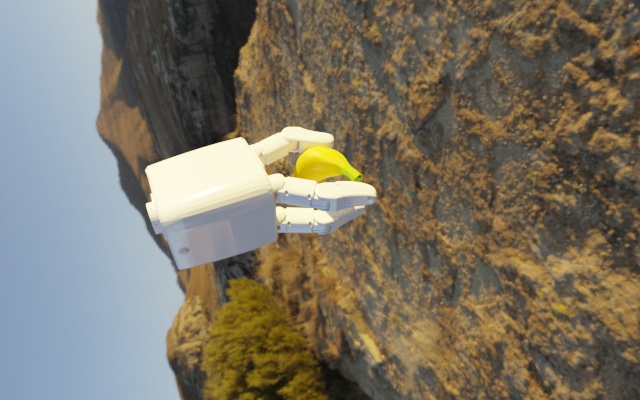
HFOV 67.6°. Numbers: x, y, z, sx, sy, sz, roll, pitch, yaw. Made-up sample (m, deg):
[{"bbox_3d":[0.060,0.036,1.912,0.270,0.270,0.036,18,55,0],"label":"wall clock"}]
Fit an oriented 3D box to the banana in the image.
[{"bbox_3d":[-0.007,-0.016,0.559,0.037,0.069,0.198,-21,-12,-18],"label":"banana"}]
